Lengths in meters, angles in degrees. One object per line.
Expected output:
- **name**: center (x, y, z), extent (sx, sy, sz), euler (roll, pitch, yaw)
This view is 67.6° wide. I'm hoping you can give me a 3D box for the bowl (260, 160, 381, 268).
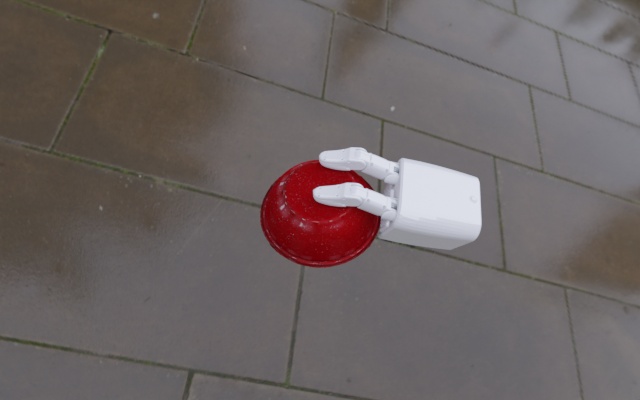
- **bowl**: center (-0.001, 0.002, 0.614), extent (0.162, 0.162, 0.055), euler (0, -33, 1)
